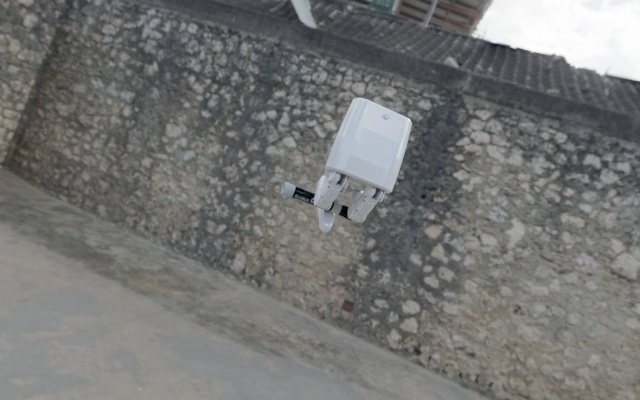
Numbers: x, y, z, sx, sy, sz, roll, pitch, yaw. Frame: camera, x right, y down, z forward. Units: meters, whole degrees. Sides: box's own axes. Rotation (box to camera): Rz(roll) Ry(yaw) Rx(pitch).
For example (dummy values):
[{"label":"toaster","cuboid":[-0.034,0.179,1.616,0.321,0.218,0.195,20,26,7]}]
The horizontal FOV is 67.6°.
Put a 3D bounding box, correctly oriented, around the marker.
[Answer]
[{"label":"marker","cuboid":[0.000,0.002,0.713,0.121,0.020,0.020,21,-6,-16]}]
